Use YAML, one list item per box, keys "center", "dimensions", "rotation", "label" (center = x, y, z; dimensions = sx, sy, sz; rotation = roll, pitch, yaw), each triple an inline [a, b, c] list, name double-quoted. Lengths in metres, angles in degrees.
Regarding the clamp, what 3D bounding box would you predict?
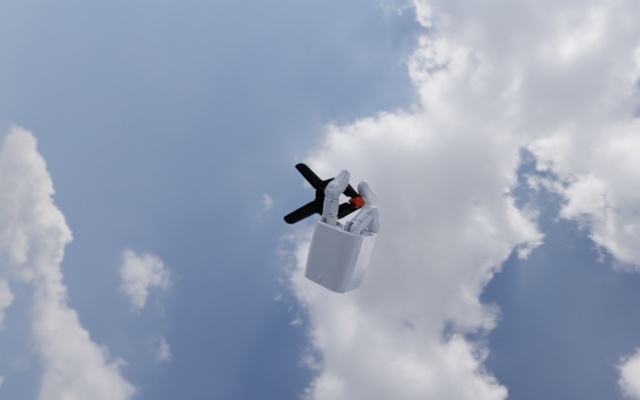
- center: [0.001, 0.003, 0.887]
  dimensions: [0.171, 0.120, 0.039]
  rotation: [19, 7, 41]
  label: "clamp"
